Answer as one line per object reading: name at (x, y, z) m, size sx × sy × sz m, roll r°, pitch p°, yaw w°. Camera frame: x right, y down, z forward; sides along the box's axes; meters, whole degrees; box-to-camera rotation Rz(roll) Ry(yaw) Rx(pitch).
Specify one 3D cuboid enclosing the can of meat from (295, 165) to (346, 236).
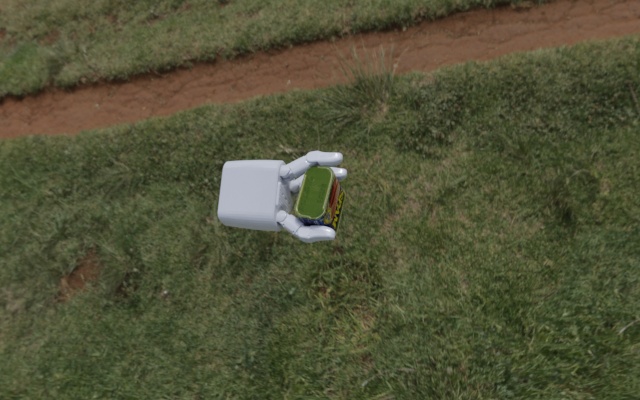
can of meat at (0.000, 0.003, 0.799) m, size 0.057 × 0.102 × 0.084 m, roll 6°, pitch -24°, yaw 19°
